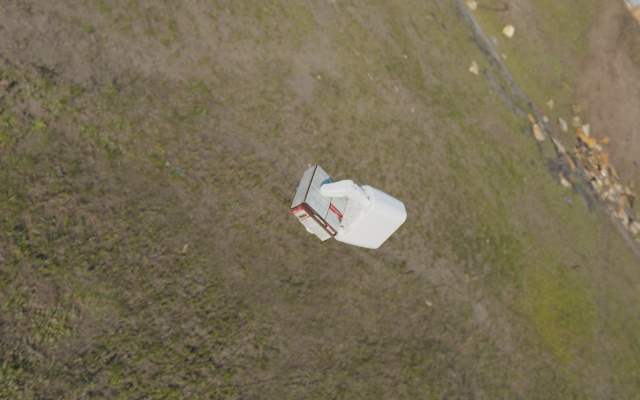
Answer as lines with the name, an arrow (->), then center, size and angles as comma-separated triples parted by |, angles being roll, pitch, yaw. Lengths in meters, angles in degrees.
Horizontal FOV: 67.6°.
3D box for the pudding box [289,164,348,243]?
pudding box -> 0.000, 0.003, 0.836 | 0.039, 0.090, 0.113 | -32, 25, 32
